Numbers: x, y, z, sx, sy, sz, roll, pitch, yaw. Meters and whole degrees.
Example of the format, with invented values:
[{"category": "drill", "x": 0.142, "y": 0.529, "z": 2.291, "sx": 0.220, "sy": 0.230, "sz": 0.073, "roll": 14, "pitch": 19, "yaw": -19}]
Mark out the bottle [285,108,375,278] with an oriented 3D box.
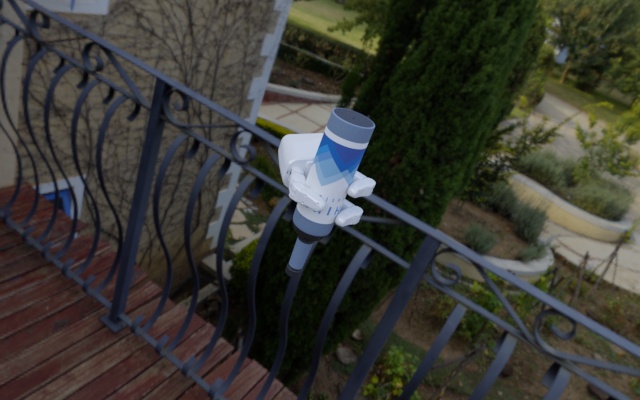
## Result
[{"category": "bottle", "x": 0.000, "y": 0.002, "z": 0.755, "sx": 0.069, "sy": 0.296, "sz": 0.069, "roll": 17, "pitch": 28, "yaw": -9}]
